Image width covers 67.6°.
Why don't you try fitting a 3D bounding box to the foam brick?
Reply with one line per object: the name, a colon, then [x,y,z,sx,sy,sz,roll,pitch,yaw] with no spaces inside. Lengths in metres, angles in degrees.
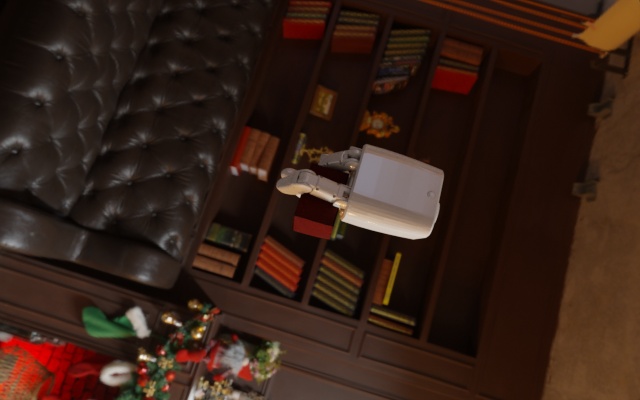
foam brick: [0.000,0.002,0.606,0.051,0.078,0.053,17,-23,1]
